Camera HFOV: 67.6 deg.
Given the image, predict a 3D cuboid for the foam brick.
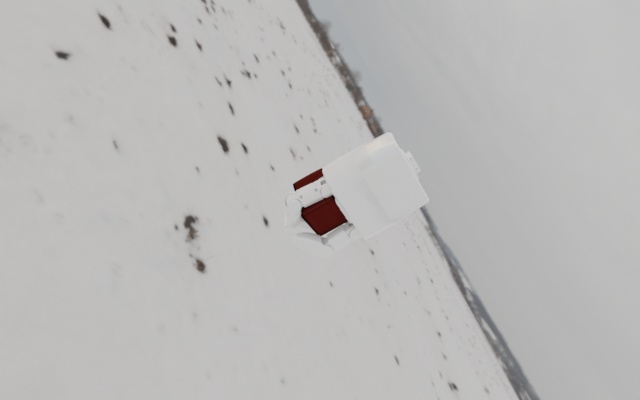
[{"bbox_3d":[0.000,0.002,0.690,0.051,0.078,0.053,-31,-49,10],"label":"foam brick"}]
